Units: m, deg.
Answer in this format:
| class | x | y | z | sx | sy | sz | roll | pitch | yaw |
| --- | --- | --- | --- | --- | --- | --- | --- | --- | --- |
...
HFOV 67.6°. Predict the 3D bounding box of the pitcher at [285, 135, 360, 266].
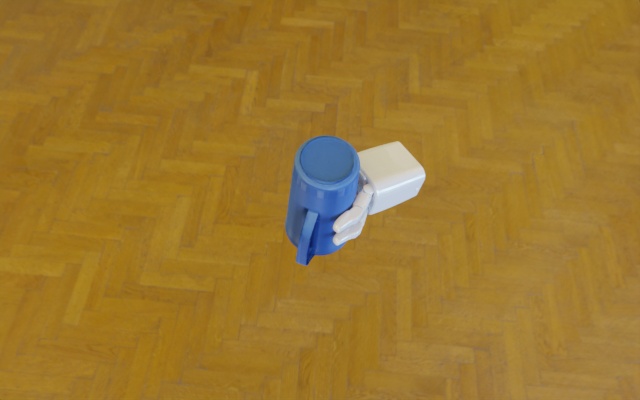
| class | x | y | z | sx | sy | sz | roll | pitch | yaw |
| --- | --- | --- | --- | --- | --- | --- | --- | --- | --- |
| pitcher | 0.000 | 0.003 | 0.863 | 0.145 | 0.149 | 0.243 | -20 | -26 | -15 |
